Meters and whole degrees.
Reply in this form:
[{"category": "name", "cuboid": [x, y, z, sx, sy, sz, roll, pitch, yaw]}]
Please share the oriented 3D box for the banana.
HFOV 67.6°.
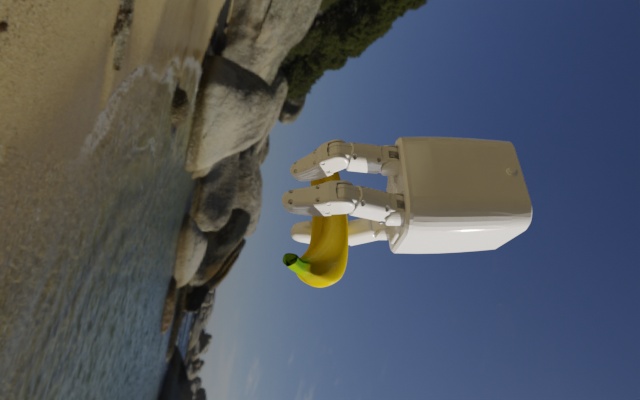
[{"category": "banana", "cuboid": [0.004, 0.019, 0.448, 0.037, 0.070, 0.197, -10, 30, 11]}]
